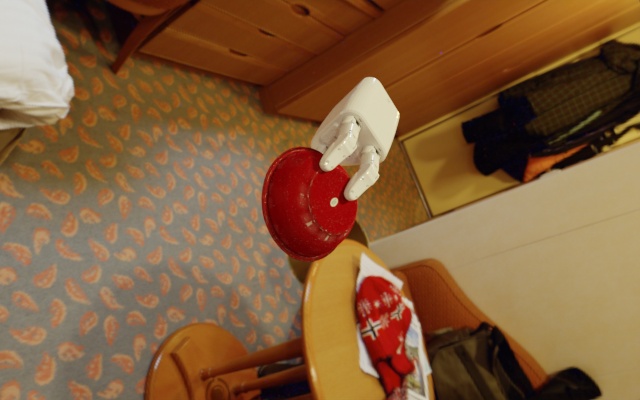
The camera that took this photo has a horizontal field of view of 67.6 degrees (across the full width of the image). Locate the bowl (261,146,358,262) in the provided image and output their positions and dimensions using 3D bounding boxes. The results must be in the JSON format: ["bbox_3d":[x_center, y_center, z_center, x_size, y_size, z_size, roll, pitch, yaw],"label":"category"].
[{"bbox_3d":[0.000,0.003,0.651,0.162,0.162,0.055,0,-5,-43],"label":"bowl"}]
